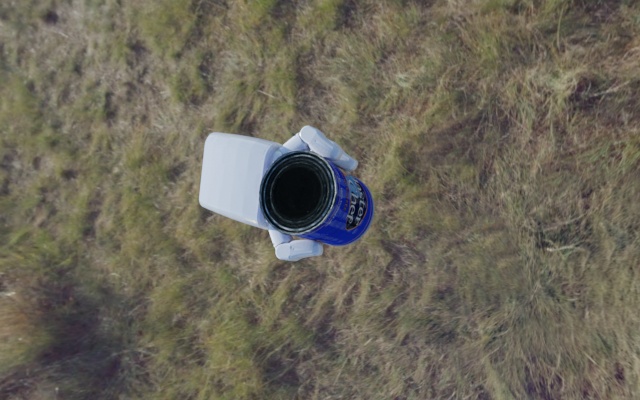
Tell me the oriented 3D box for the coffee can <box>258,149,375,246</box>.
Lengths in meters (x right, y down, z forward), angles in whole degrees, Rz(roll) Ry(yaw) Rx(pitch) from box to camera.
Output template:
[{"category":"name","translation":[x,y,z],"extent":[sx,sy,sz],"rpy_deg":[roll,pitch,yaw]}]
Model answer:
[{"category":"coffee can","translation":[0.000,0.002,0.616],"extent":[0.103,0.103,0.140],"rpy_deg":[0,-10,24]}]
